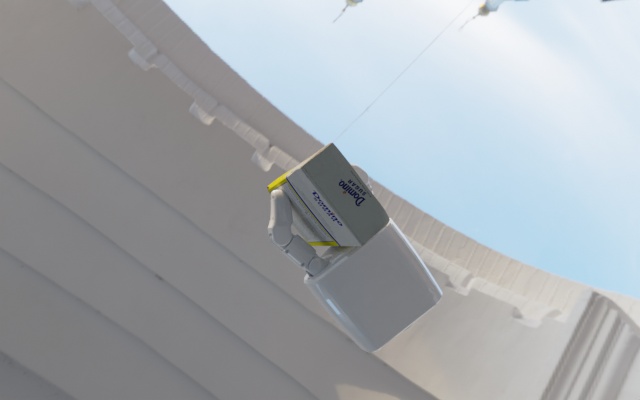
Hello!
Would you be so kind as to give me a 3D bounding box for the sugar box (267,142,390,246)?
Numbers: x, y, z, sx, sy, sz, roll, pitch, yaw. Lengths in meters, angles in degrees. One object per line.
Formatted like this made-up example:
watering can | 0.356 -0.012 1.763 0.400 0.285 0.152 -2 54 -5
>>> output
sugar box | 0.001 0.001 0.506 0.048 0.093 0.176 -40 7 -18
